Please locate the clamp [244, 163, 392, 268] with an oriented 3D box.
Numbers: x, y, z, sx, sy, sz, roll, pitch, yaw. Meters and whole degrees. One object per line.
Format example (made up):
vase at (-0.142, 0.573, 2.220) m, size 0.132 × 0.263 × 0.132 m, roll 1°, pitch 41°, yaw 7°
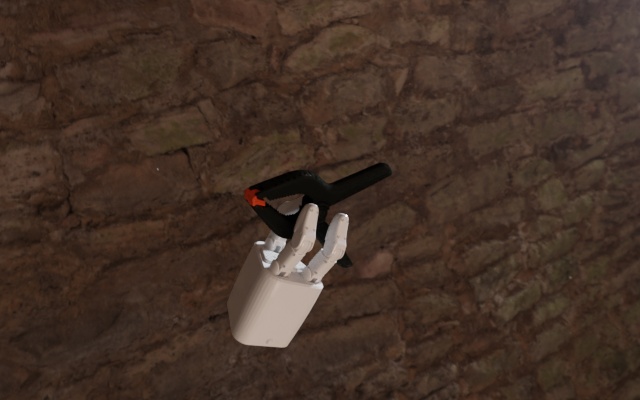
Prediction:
clamp at (-0.001, 0.002, 0.636) m, size 0.210 × 0.164 × 0.036 m, roll 19°, pitch 12°, yaw -39°
